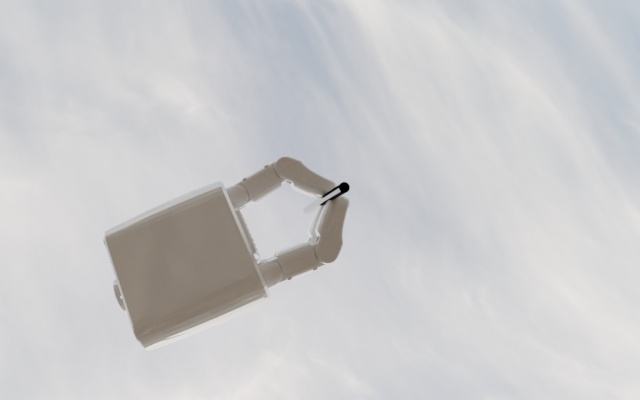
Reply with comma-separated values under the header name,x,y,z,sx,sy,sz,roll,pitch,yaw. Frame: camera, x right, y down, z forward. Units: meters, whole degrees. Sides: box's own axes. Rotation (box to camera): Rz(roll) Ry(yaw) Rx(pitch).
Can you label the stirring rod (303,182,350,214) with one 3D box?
name,x,y,z,sx,sy,sz,roll,pitch,yaw
stirring rod,0.000,0.001,0.461,0.011,0.011,0.239,0,-5,-8
